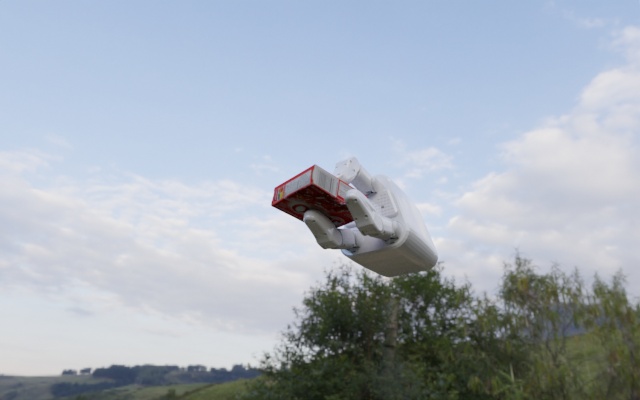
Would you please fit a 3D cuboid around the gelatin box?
[{"bbox_3d":[0.000,0.001,0.556,0.089,0.030,0.073,30,-38,-33],"label":"gelatin box"}]
